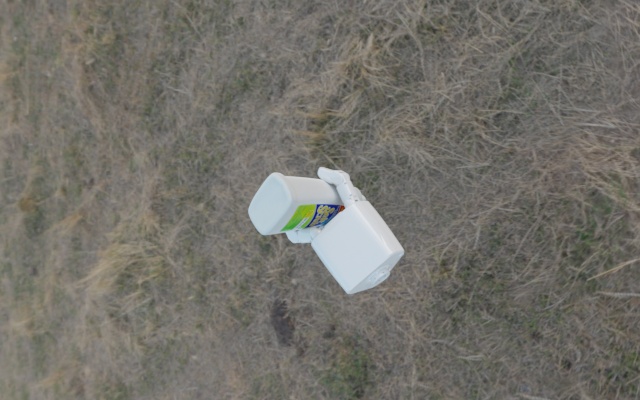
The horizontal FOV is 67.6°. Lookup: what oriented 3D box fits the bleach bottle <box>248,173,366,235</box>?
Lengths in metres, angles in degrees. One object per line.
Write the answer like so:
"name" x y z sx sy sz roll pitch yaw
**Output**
"bleach bottle" 0.000 0.003 0.825 0.251 0.068 0.103 -4 -39 -49
